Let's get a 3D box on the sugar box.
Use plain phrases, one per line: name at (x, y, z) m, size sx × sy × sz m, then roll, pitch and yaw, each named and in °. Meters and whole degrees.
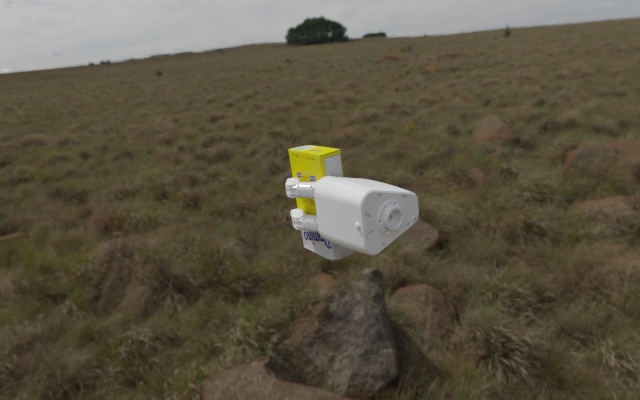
sugar box at (0.000, 0.003, 0.770) m, size 0.048 × 0.176 × 0.093 m, roll -17°, pitch 20°, yaw -32°
